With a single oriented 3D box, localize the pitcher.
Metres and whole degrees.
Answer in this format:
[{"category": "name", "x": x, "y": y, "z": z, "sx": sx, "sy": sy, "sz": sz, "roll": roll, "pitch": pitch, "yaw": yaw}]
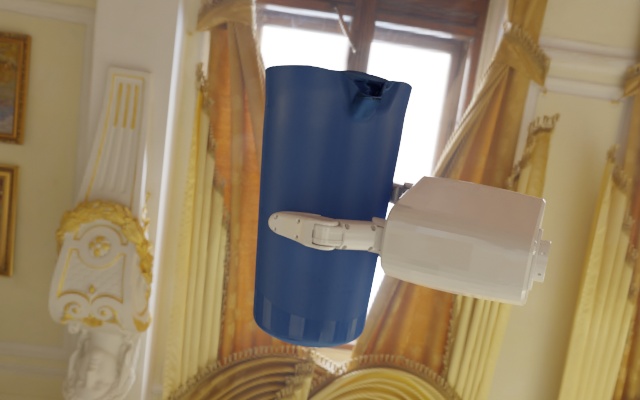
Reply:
[{"category": "pitcher", "x": 0.000, "y": 0.002, "z": 0.455, "sx": 0.145, "sy": 0.243, "sz": 0.149, "roll": 11, "pitch": 8, "yaw": 25}]
